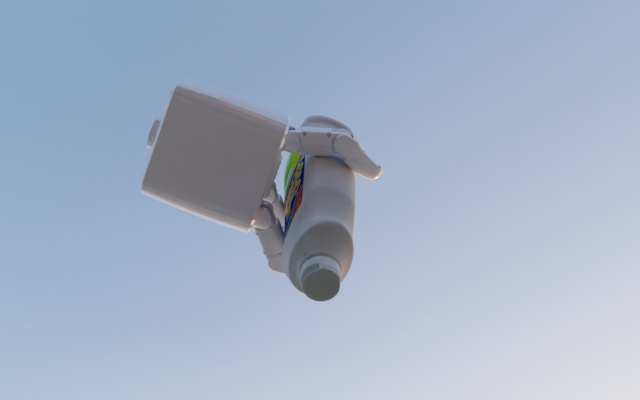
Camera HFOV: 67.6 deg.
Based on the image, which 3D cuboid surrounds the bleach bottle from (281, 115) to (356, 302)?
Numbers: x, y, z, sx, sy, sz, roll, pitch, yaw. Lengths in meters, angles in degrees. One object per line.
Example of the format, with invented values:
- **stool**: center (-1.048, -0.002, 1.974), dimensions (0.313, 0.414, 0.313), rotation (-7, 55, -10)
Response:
- **bleach bottle**: center (0.000, 0.002, 0.457), dimensions (0.068, 0.103, 0.250), rotation (19, 23, -11)
